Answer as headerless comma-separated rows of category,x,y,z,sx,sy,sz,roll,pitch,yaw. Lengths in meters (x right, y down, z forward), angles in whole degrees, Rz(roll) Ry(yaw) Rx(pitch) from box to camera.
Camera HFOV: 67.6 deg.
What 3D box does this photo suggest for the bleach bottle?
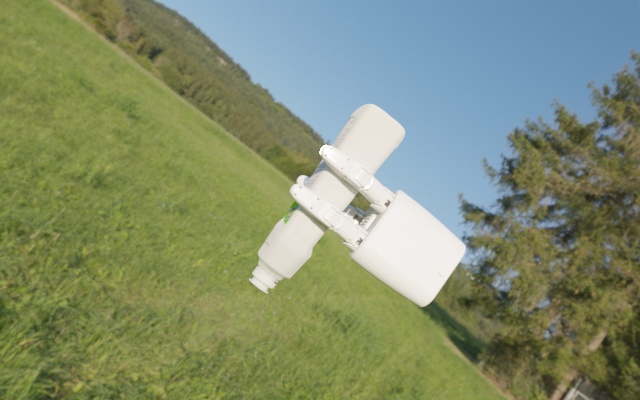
bleach bottle,0.000,0.002,0.585,0.068,0.251,0.102,38,-7,-5
